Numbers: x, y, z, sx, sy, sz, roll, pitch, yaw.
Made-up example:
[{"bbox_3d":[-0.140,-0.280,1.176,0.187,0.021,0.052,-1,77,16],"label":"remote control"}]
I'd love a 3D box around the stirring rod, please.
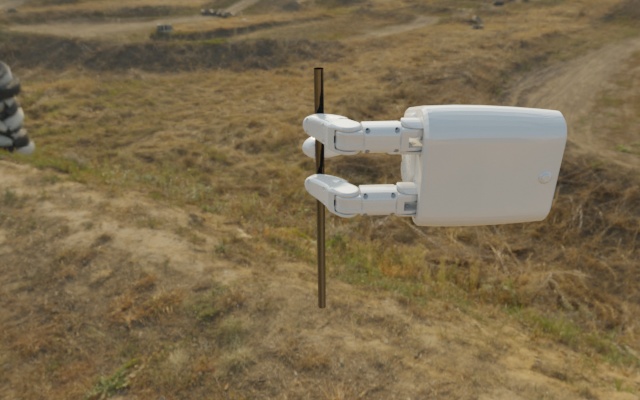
[{"bbox_3d":[0.000,0.001,0.437,0.011,0.240,0.011,-1,27,0],"label":"stirring rod"}]
